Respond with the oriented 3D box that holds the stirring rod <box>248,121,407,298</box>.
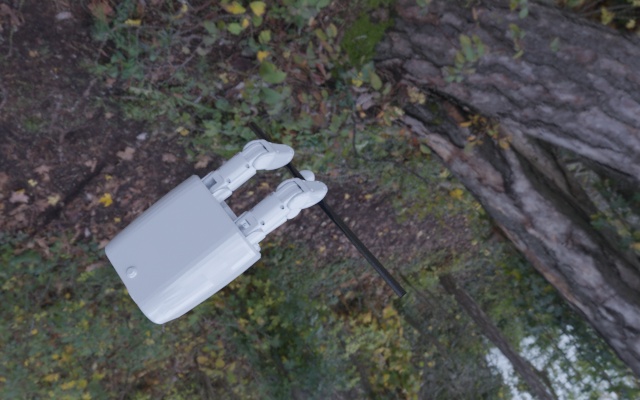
[{"bbox_3d":[0.000,0.002,0.473,0.239,0.011,0.011,48,22,21],"label":"stirring rod"}]
